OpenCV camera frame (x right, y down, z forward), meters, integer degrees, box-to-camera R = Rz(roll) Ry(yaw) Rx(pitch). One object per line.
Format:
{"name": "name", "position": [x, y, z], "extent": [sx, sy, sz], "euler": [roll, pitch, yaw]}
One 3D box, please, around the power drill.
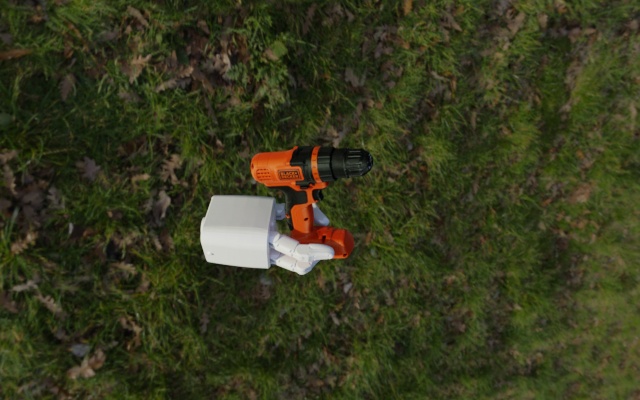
{"name": "power drill", "position": [0.000, 0.003, 0.734], "extent": [0.184, 0.188, 0.057], "euler": [0, 34, 20]}
